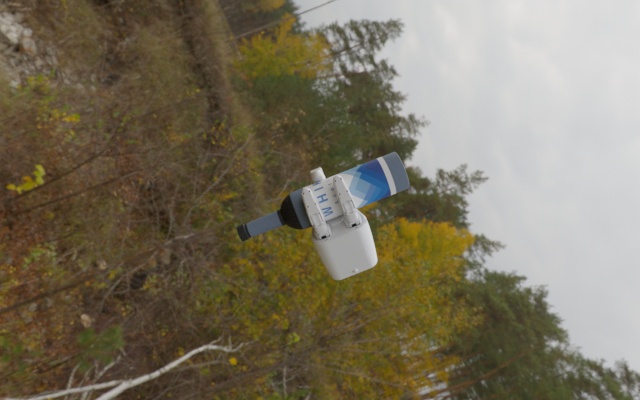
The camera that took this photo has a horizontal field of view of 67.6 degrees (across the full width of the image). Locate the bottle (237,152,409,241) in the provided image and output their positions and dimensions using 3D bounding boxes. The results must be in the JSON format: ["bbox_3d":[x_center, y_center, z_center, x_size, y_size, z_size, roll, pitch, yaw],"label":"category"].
[{"bbox_3d":[0.000,0.002,0.807,0.296,0.069,0.069,-22,0,1],"label":"bottle"}]
